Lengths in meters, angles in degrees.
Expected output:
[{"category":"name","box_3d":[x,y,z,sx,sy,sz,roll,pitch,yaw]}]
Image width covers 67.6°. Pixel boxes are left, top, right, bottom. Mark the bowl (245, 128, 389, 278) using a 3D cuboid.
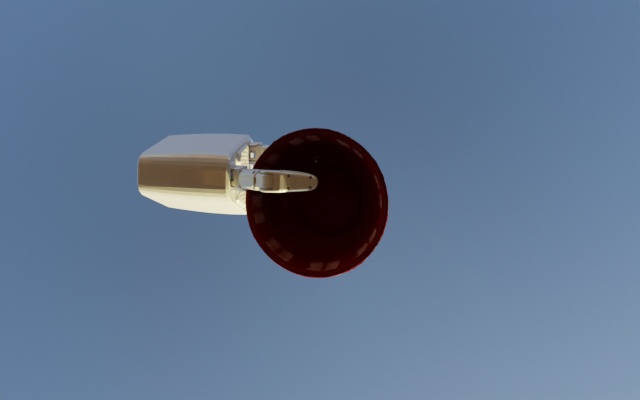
[{"category":"bowl","box_3d":[0.001,0.002,0.535,0.162,0.162,0.055,0,4,17]}]
